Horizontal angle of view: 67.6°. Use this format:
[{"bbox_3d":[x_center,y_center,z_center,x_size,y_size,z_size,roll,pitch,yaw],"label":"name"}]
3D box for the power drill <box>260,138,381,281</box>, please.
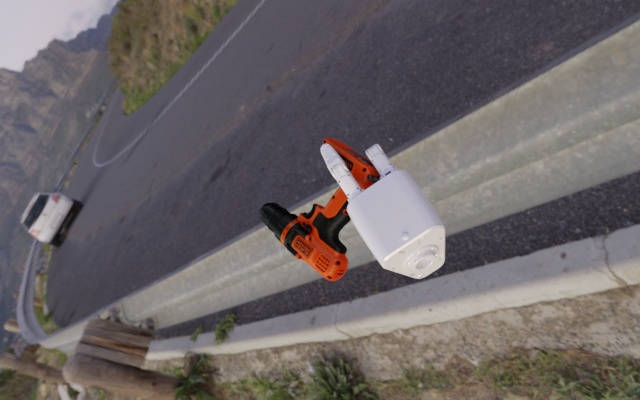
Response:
[{"bbox_3d":[0.000,0.002,0.738,0.184,0.188,0.057,37,18,29],"label":"power drill"}]
